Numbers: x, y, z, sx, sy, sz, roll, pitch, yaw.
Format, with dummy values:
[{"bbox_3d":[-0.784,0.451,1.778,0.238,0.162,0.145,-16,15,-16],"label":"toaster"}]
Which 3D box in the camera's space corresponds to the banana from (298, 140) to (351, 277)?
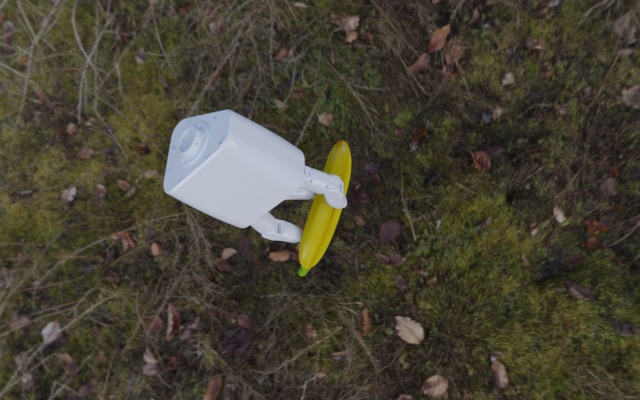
[{"bbox_3d":[0.006,0.004,0.633,0.037,0.197,0.069,23,-11,-18],"label":"banana"}]
